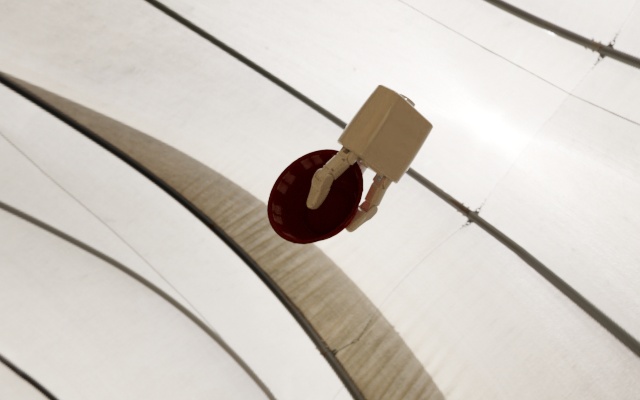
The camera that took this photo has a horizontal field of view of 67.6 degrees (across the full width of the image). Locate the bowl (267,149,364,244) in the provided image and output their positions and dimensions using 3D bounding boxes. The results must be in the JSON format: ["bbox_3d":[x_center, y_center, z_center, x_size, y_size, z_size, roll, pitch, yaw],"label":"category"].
[{"bbox_3d":[-0.001,0.003,0.737,0.162,0.162,0.055,0,-28,29],"label":"bowl"}]
